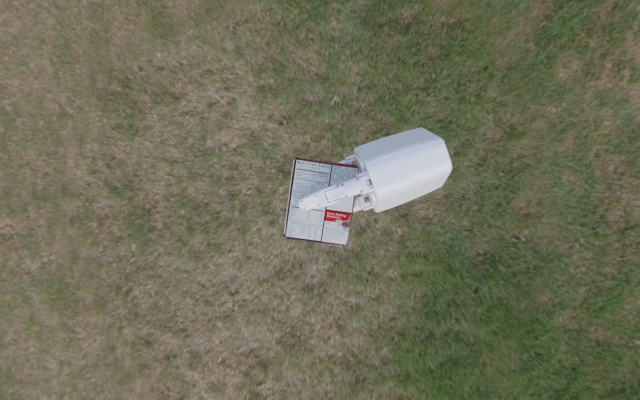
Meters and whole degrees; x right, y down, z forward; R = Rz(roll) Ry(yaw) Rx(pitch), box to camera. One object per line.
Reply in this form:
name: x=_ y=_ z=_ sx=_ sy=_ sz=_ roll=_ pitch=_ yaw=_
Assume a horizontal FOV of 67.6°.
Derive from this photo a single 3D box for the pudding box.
pudding box: x=0.000 y=0.002 z=0.654 sx=0.090 sy=0.113 sz=0.039 roll=8 pitch=1 yaw=-4
